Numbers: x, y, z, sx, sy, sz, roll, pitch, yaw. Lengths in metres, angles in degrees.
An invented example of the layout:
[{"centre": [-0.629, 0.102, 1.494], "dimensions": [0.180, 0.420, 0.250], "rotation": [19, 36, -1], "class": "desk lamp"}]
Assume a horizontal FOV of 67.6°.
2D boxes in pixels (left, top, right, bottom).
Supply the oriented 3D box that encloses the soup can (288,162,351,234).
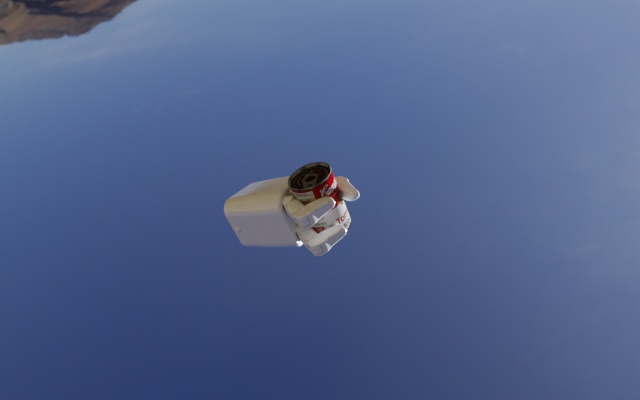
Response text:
[{"centre": [0.001, 0.002, 0.724], "dimensions": [0.068, 0.102, 0.068], "rotation": [-16, 33, 11], "class": "soup can"}]
